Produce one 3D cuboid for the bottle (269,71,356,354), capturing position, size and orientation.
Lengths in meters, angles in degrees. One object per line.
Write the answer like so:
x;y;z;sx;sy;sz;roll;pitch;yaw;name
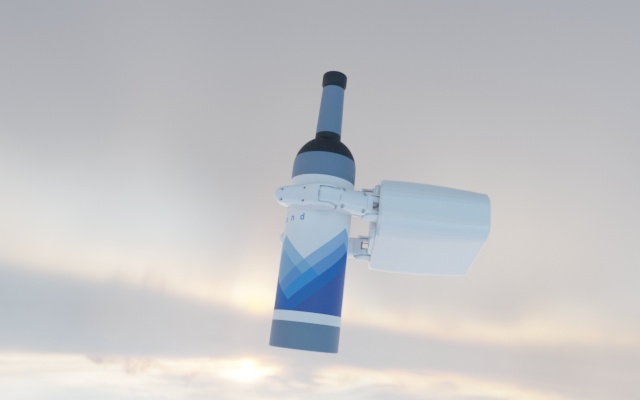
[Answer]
0.000;0.002;0.495;0.069;0.295;0.069;6;-16;2;bottle
